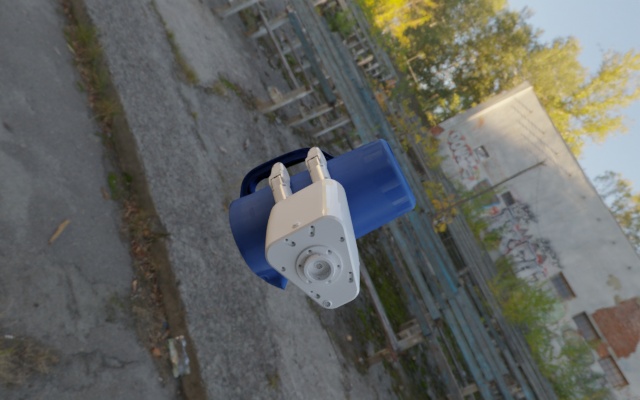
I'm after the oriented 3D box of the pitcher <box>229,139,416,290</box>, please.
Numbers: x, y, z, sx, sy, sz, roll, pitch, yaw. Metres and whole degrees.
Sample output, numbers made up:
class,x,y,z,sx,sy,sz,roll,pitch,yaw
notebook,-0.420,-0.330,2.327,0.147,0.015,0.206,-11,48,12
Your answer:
class,x,y,z,sx,sy,sz,roll,pitch,yaw
pitcher,0.000,0.002,0.679,0.243,0.149,0.145,-26,20,10
